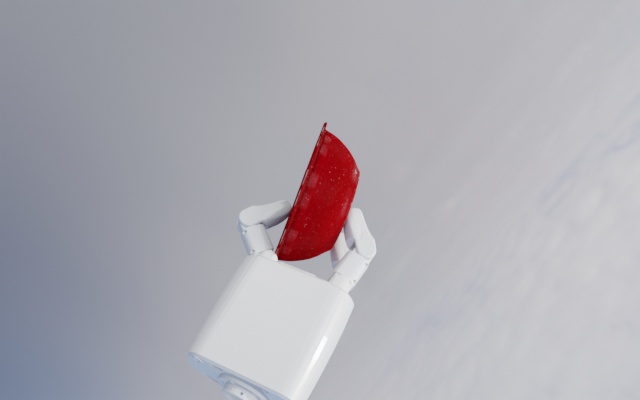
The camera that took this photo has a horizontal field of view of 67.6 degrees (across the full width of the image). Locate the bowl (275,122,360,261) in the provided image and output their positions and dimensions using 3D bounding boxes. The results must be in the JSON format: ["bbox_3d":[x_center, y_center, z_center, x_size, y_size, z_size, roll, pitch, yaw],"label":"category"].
[{"bbox_3d":[0.001,0.001,0.511,0.055,0.162,0.162,20,-1,-3],"label":"bowl"}]
